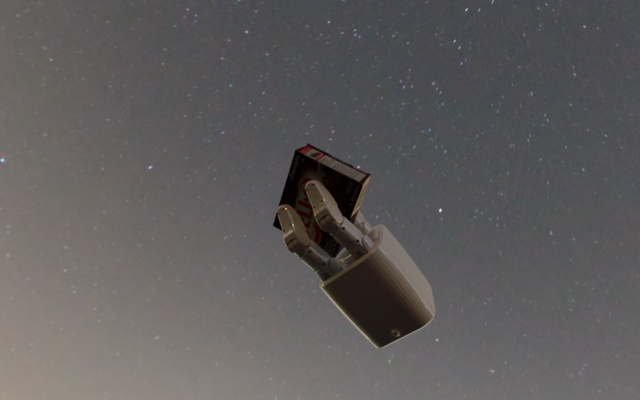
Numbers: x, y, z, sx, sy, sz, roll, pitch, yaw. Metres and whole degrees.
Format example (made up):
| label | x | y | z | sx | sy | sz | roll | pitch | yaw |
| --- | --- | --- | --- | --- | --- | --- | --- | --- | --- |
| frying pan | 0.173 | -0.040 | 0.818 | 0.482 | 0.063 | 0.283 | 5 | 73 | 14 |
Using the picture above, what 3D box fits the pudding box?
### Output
| label | x | y | z | sx | sy | sz | roll | pitch | yaw |
| --- | --- | --- | --- | --- | --- | --- | --- | --- | --- |
| pudding box | 0.000 | 0.002 | 0.570 | 0.090 | 0.113 | 0.039 | 27 | 29 | 14 |
